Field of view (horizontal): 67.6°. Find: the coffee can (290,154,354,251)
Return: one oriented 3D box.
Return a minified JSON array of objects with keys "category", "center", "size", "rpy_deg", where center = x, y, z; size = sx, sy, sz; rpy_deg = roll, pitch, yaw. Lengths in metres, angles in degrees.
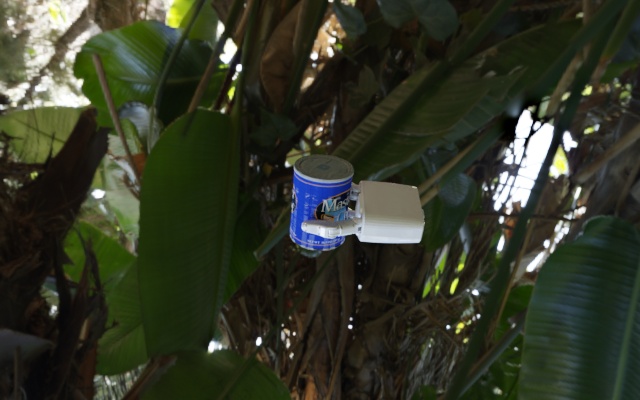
[{"category":"coffee can","center":[0.000,0.003,0.845],"size":[0.103,0.140,0.102],"rpy_deg":[4,28,-2]}]
